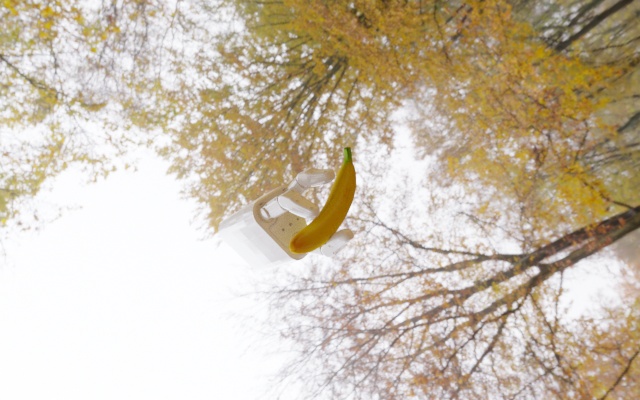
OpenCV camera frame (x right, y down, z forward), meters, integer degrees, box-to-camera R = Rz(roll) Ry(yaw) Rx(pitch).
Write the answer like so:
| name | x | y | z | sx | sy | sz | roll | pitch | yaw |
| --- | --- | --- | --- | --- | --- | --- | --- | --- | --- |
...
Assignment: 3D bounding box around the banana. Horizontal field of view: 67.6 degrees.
| name | x | y | z | sx | sy | sz | roll | pitch | yaw |
| --- | --- | --- | --- | --- | --- | --- | --- | --- | --- |
| banana | 0.011 | 0.012 | 0.695 | 0.037 | 0.197 | 0.070 | -6 | -46 | 39 |
